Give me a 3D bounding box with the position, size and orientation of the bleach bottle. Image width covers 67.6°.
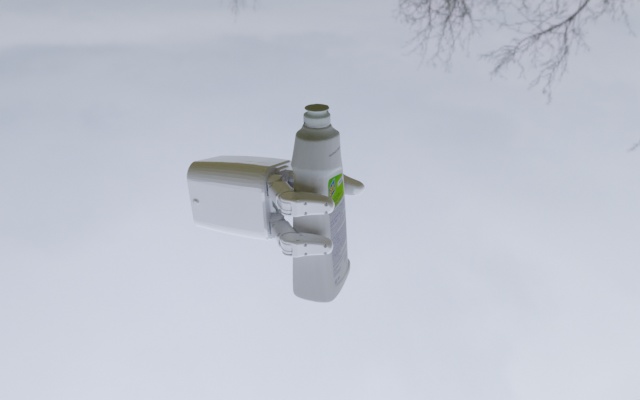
[{"bbox_3d":[0.000,0.002,0.601,0.068,0.251,0.102,8,30,15],"label":"bleach bottle"}]
